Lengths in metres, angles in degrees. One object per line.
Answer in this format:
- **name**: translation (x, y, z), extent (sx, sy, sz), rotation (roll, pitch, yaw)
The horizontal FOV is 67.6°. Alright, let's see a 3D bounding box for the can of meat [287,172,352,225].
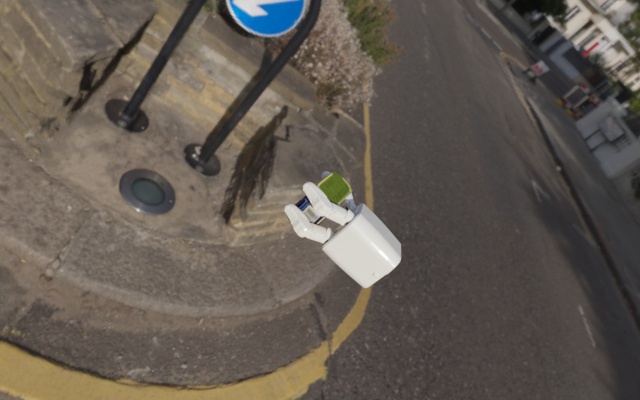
- **can of meat**: translation (0.000, 0.002, 0.841), extent (0.084, 0.057, 0.102), rotation (-43, 0, 32)
